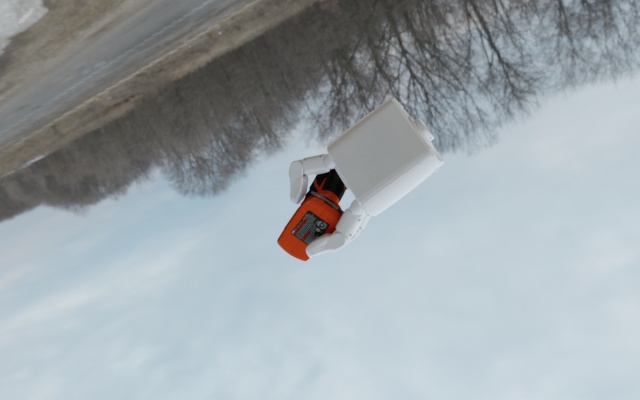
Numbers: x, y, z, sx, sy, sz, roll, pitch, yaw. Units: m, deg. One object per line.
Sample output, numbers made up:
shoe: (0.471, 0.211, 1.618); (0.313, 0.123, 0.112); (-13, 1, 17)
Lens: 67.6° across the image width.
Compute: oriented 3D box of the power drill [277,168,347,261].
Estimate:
power drill: (0.000, 0.002, 0.711); (0.057, 0.184, 0.187); (32, 38, -5)
